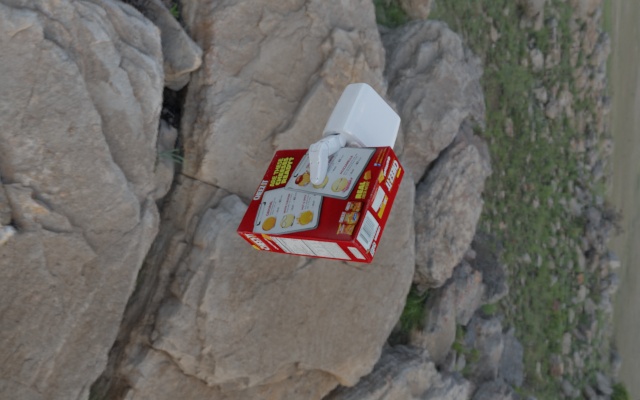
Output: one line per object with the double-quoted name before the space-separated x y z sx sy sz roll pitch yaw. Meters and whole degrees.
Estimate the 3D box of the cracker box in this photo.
"cracker box" 0.000 0.002 0.722 0.213 0.164 0.072 2 -34 36
